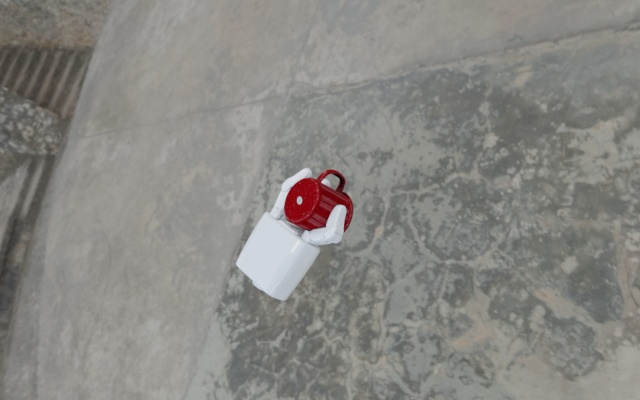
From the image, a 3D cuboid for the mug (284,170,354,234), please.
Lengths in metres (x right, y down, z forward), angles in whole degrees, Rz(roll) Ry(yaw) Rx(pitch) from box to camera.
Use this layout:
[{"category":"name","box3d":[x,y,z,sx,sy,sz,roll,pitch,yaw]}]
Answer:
[{"category":"mug","box3d":[0.001,0.001,0.792,0.081,0.117,0.093,29,3,-42]}]
